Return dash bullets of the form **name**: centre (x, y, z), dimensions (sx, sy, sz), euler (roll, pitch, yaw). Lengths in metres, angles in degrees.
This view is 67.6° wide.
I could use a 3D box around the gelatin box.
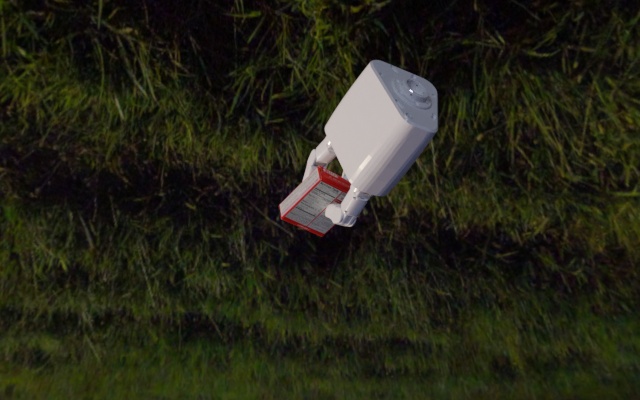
- **gelatin box**: centre (0.000, 0.003, 0.636), dimensions (0.073, 0.030, 0.089), euler (25, -55, -32)
